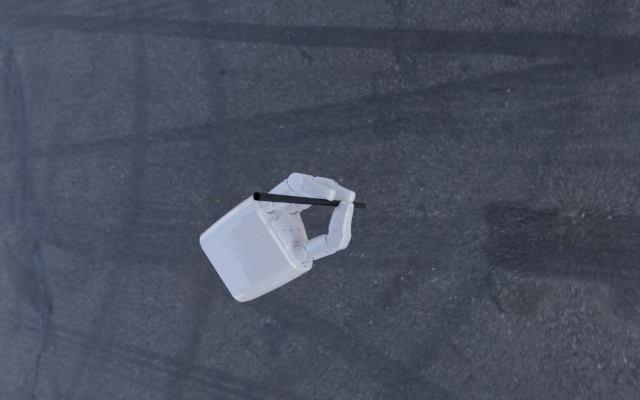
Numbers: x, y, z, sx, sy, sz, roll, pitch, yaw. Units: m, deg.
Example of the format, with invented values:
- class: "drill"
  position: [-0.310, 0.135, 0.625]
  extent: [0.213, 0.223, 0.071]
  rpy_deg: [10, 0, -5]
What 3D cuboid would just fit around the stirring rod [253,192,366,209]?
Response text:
- class: "stirring rod"
  position: [0.000, 0.002, 0.534]
  extent: [0.011, 0.011, 0.239]
  rpy_deg: [0, -3, 29]
